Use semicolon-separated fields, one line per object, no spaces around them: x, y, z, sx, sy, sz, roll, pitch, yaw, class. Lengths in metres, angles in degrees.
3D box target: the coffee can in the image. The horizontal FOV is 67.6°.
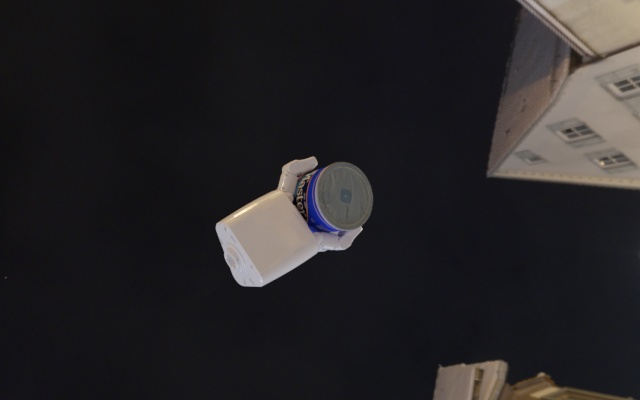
0.000;0.002;0.760;0.103;0.103;0.140;0;-8;-33;coffee can
